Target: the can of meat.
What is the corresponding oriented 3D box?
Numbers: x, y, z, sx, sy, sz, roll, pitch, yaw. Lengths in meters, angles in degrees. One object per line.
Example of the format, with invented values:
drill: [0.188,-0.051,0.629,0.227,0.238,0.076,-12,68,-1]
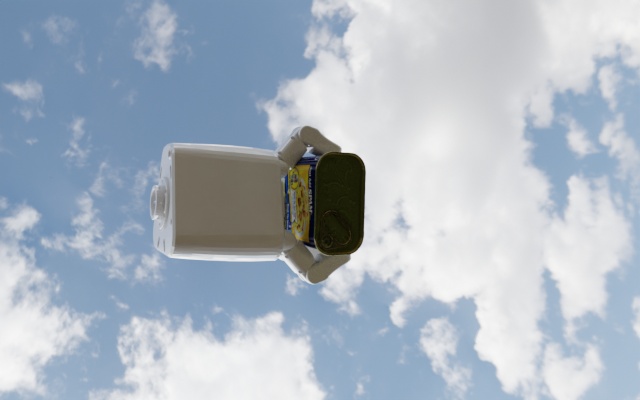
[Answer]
can of meat: [0.000,0.002,0.503,0.057,0.102,0.084,0,3,-30]
